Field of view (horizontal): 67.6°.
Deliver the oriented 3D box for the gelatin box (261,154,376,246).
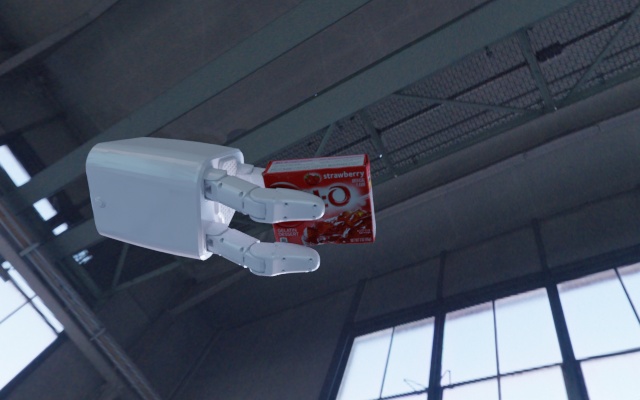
[{"bbox_3d":[0.000,0.001,0.410,0.089,0.073,0.030,-4,27,10],"label":"gelatin box"}]
